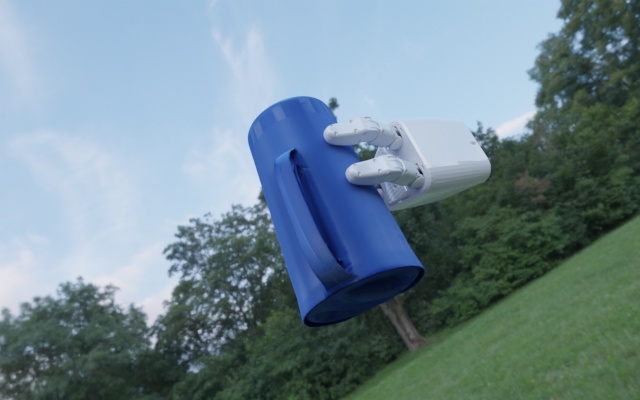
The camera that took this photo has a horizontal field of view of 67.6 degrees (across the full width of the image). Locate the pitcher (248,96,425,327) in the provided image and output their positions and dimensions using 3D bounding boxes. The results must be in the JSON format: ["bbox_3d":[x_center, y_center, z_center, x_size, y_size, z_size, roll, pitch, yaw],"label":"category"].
[{"bbox_3d":[0.000,0.002,0.521,0.145,0.242,0.149,-10,-29,-28],"label":"pitcher"}]
